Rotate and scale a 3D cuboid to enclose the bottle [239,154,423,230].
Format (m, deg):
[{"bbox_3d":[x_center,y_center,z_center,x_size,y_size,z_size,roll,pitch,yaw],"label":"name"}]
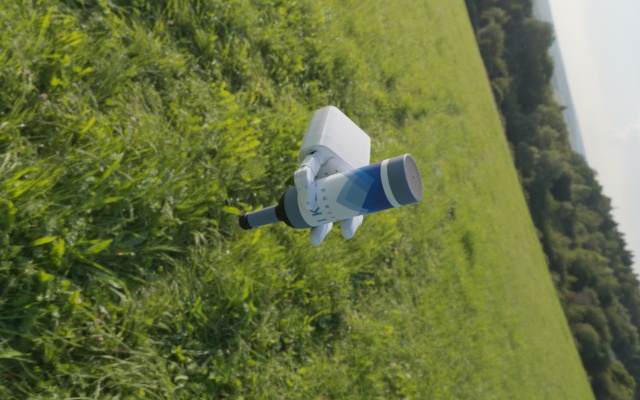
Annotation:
[{"bbox_3d":[0.000,0.002,0.710,0.296,0.069,0.069,-15,-7,28],"label":"bottle"}]
